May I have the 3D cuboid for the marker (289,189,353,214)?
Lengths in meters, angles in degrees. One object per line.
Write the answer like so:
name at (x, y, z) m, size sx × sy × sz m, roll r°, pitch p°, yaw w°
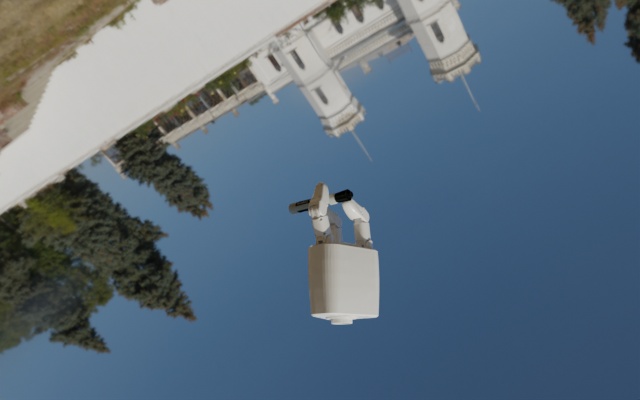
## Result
marker at (0.000, 0.002, 0.769) m, size 0.121 × 0.020 × 0.020 m, roll -14°, pitch -8°, yaw 35°
